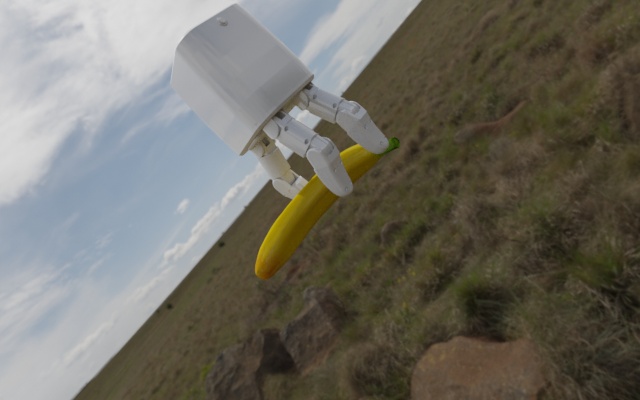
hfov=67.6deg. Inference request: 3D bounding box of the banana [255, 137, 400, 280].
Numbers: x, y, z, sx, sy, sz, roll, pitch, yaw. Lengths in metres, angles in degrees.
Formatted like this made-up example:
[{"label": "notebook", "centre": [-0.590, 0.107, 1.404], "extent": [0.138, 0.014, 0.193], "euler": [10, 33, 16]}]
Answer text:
[{"label": "banana", "centre": [-0.003, 0.000, 0.492], "extent": [0.197, 0.037, 0.069], "euler": [-47, 10, -14]}]
